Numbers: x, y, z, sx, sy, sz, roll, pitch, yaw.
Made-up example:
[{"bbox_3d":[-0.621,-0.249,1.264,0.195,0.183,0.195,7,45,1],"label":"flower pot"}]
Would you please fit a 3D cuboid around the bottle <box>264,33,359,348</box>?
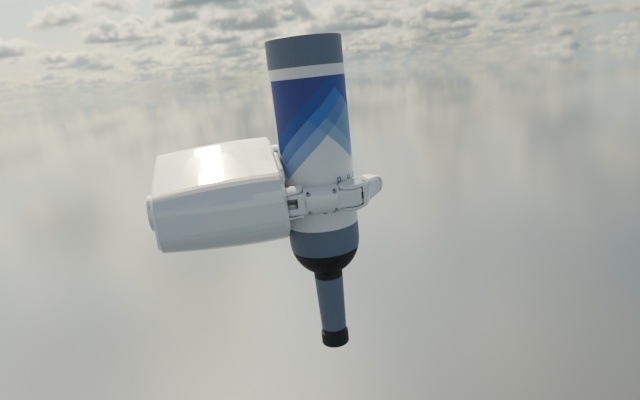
[{"bbox_3d":[0.000,0.001,0.448,0.069,0.296,0.069,-6,15,2],"label":"bottle"}]
